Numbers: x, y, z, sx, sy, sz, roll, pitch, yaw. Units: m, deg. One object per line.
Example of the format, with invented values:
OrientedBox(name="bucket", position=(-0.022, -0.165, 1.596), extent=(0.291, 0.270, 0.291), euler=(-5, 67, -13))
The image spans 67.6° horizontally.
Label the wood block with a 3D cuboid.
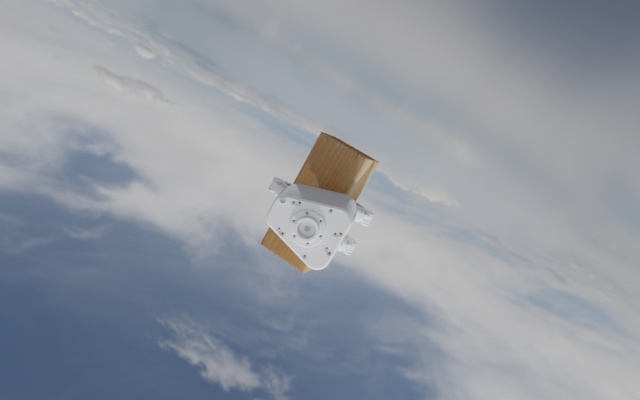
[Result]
OrientedBox(name="wood block", position=(0.000, 0.003, 0.784), extent=(0.091, 0.206, 0.090), euler=(32, 11, 14))
